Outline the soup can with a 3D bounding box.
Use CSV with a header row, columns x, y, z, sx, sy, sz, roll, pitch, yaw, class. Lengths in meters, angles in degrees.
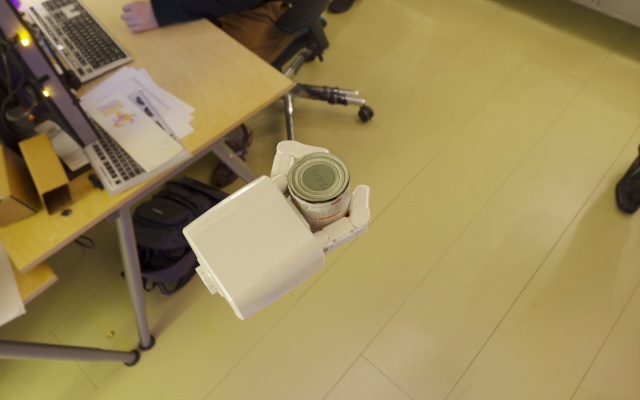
x,y,z,sx,sy,sz,roll,pitch,yaw,class
0.001,0.001,0.541,0.068,0.068,0.102,0,-33,3,soup can
